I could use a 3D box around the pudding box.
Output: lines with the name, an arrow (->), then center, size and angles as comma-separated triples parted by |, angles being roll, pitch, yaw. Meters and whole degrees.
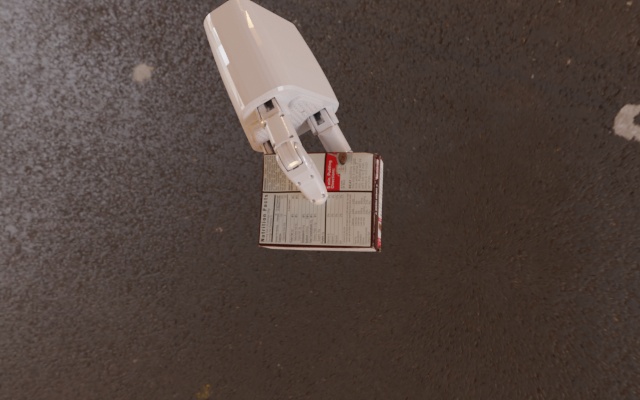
pudding box -> 0.000, 0.001, 0.445 | 0.113, 0.090, 0.039 | 0, -7, 18
